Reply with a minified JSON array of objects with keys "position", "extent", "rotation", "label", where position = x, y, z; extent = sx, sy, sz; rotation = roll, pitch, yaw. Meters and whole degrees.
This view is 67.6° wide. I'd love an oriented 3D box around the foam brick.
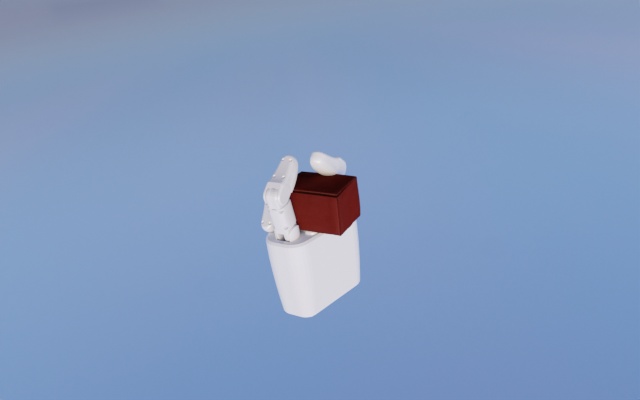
[{"position":[0.000,0.002,0.547],"extent":[0.078,0.051,0.053],"rotation":[7,29,30],"label":"foam brick"}]
